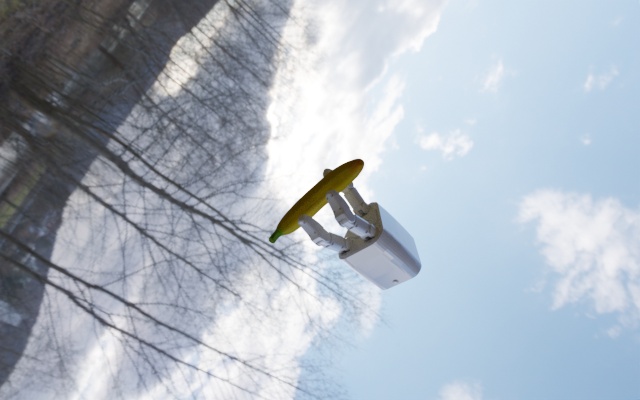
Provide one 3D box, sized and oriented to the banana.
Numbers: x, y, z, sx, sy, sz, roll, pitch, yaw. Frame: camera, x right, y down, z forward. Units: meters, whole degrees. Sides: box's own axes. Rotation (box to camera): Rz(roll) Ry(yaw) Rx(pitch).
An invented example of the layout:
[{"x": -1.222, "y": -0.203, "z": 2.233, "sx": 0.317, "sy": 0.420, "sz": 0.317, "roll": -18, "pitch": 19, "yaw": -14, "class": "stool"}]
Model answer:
[{"x": -0.003, "y": -0.002, "z": 0.772, "sx": 0.037, "sy": 0.198, "sz": 0.069, "roll": 43, "pitch": 14, "yaw": -16, "class": "banana"}]
